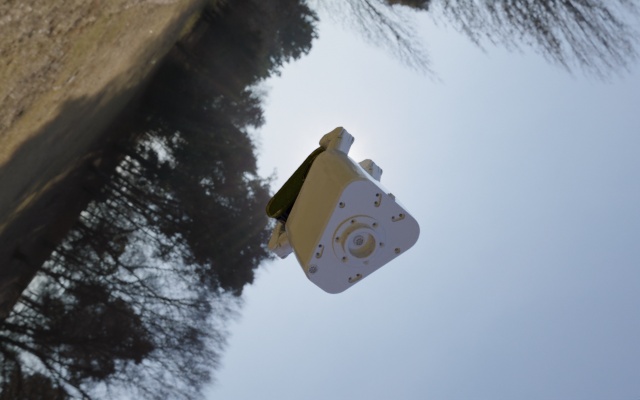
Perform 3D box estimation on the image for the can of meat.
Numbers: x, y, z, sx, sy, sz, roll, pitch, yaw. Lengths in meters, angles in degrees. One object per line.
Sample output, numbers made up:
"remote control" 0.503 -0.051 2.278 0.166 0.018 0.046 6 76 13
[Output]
"can of meat" 0.000 0.002 0.569 0.084 0.102 0.057 40 4 -20
